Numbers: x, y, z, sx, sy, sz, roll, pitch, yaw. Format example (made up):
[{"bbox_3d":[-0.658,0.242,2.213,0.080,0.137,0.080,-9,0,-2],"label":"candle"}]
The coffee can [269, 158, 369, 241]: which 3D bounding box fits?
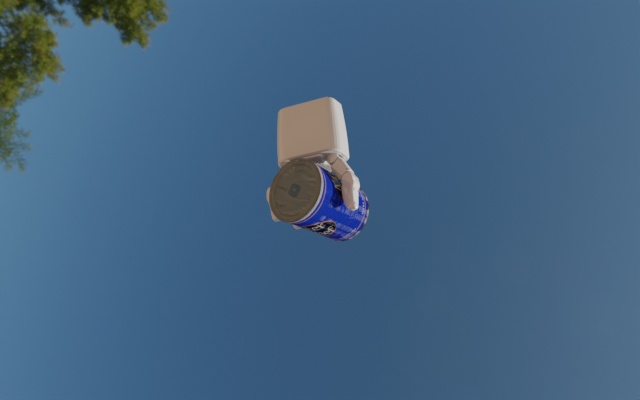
[{"bbox_3d":[0.000,0.003,0.780,0.103,0.102,0.140,0,-16,37],"label":"coffee can"}]
